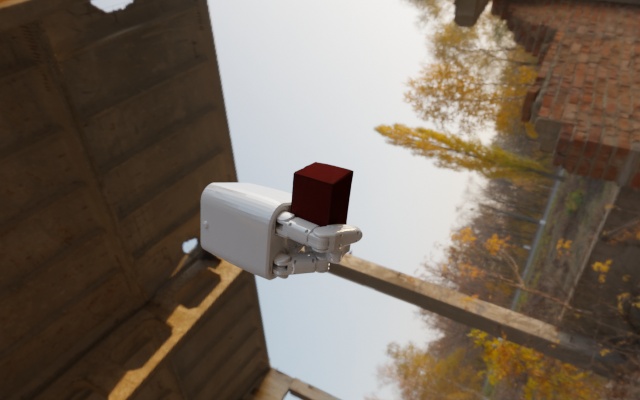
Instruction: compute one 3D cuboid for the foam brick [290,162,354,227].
[{"bbox_3d":[0.000,0.002,0.548,0.051,0.078,0.053,19,27,25],"label":"foam brick"}]
